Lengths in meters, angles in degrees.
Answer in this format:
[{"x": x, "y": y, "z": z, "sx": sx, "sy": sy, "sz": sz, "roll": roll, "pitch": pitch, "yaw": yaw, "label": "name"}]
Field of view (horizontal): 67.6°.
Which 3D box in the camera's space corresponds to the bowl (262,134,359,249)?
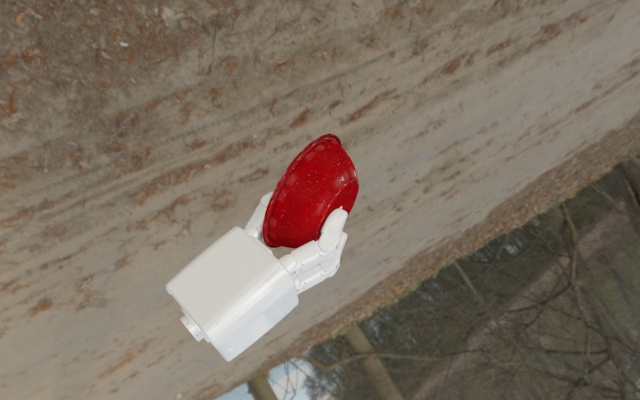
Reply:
[{"x": 0.001, "y": 0.001, "z": 0.588, "sx": 0.055, "sy": 0.162, "sz": 0.162, "roll": 31, "pitch": 11, "yaw": 19, "label": "bowl"}]
